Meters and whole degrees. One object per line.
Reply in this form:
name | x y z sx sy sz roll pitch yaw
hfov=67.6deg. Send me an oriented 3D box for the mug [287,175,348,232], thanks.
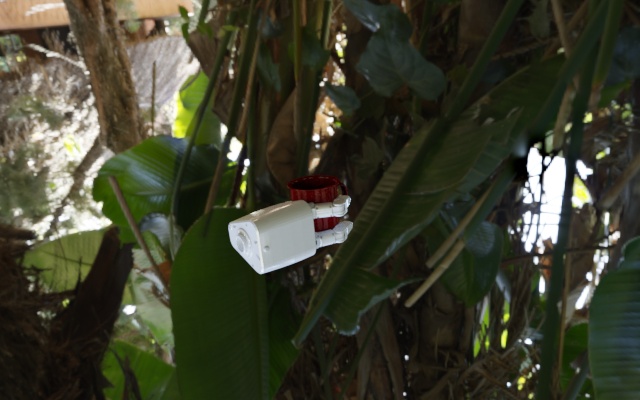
mug | 0.001 0.003 0.858 0.117 0.081 0.093 -18 22 -34
